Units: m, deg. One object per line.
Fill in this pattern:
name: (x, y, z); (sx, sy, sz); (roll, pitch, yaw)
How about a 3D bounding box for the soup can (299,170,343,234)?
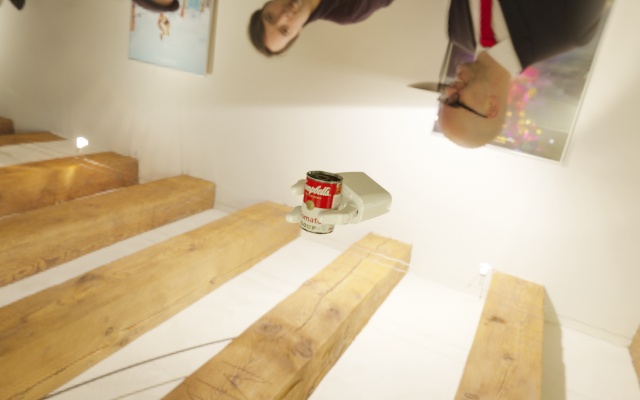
soup can: (0.000, 0.003, 0.877); (0.068, 0.102, 0.068); (8, 19, -3)
